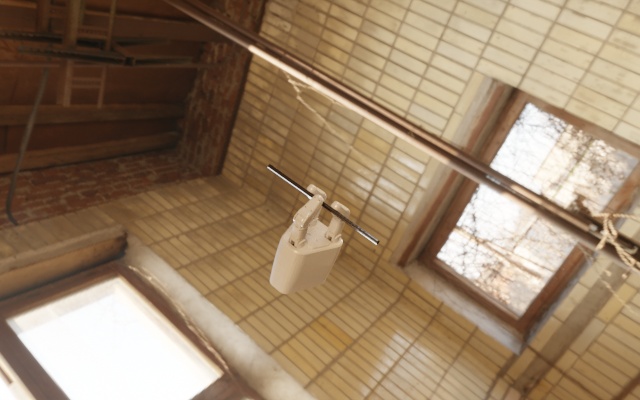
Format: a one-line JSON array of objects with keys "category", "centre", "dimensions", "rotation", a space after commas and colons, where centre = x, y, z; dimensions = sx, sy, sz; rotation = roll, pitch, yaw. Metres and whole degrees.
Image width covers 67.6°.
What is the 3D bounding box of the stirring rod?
[{"category": "stirring rod", "centre": [0.000, 0.003, 0.797], "dimensions": [0.239, 0.011, 0.011], "rotation": [35, 15, 23]}]
